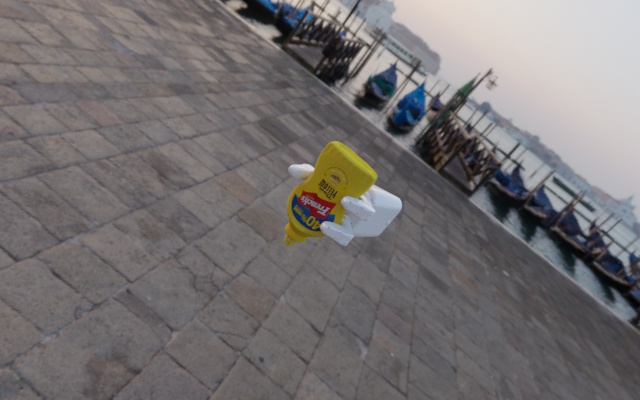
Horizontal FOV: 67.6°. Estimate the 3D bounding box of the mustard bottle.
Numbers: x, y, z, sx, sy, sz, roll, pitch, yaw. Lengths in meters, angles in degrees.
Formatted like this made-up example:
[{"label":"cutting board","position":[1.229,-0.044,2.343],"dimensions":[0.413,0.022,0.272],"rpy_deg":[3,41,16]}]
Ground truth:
[{"label":"mustard bottle","position":[0.000,0.002,0.791],"dimensions":[0.096,0.192,0.058],"rpy_deg":[41,20,8]}]
